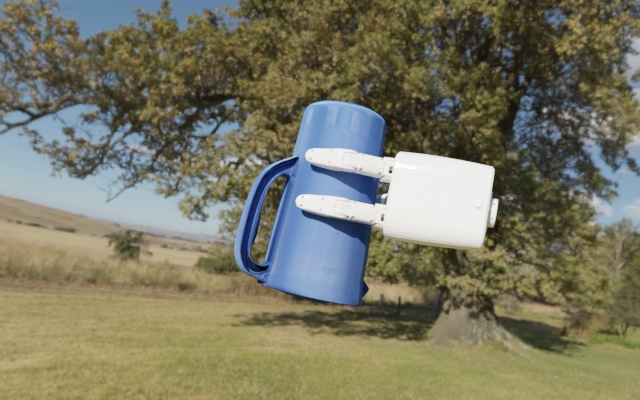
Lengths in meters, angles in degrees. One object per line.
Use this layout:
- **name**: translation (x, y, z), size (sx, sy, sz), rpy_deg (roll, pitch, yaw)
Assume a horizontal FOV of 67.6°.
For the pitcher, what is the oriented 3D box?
- **pitcher**: translation (0.000, 0.002, 0.601), size (0.145, 0.243, 0.149), rpy_deg (9, -7, 19)
